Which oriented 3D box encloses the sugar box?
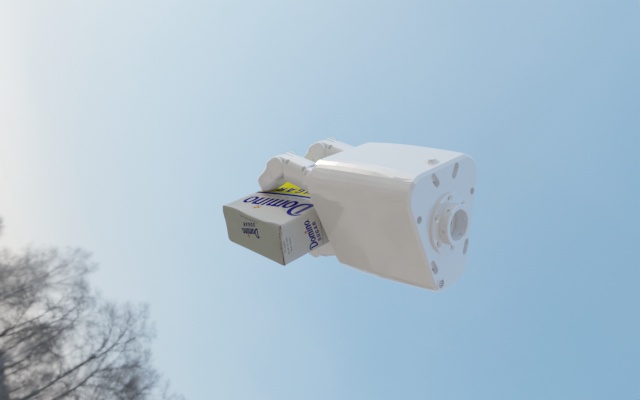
[{"bbox_3d":[0.000,0.001,0.488,0.176,0.048,0.093,-22,25,-38],"label":"sugar box"}]
